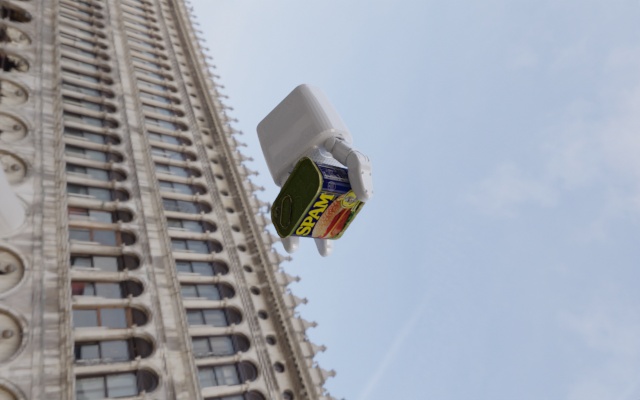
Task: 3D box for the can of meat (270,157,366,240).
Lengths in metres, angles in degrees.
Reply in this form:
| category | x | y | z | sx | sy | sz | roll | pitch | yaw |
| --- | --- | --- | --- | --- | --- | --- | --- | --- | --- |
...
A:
| category | x | y | z | sx | sy | sz | roll | pitch | yaw |
| --- | --- | --- | --- | --- | --- | --- | --- | --- | --- |
| can of meat | 0.000 | 0.002 | 0.589 | 0.084 | 0.102 | 0.057 | 9 | 38 | -38 |
